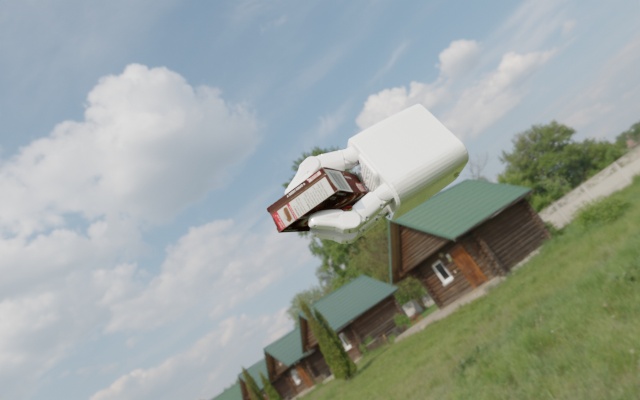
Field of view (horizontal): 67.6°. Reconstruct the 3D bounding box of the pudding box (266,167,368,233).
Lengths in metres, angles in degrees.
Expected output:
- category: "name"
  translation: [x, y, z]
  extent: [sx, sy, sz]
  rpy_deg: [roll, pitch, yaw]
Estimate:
- category: "pudding box"
  translation: [0.000, 0.002, 0.587]
  extent: [0.090, 0.039, 0.113]
  rpy_deg: [-36, -18, 19]
